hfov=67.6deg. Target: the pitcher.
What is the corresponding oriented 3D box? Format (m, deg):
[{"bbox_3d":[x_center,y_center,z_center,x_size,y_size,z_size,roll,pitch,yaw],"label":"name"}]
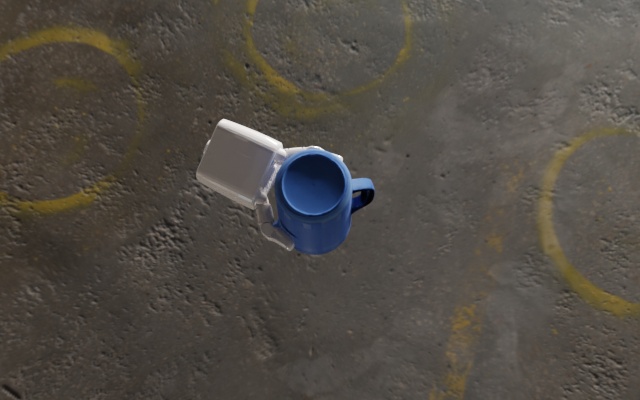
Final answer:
[{"bbox_3d":[0.000,0.002,0.764,0.145,0.149,0.243,27,-12,6],"label":"pitcher"}]
